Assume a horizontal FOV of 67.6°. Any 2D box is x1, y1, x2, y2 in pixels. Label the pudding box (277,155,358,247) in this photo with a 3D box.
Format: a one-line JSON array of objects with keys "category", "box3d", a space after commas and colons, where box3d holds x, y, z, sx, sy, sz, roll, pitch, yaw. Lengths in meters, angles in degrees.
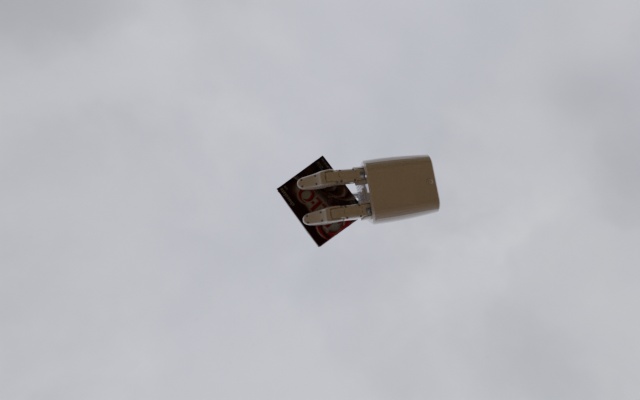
[{"category": "pudding box", "box3d": [0.000, 0.002, 0.740, 0.090, 0.113, 0.039, -36, -6, -8]}]
